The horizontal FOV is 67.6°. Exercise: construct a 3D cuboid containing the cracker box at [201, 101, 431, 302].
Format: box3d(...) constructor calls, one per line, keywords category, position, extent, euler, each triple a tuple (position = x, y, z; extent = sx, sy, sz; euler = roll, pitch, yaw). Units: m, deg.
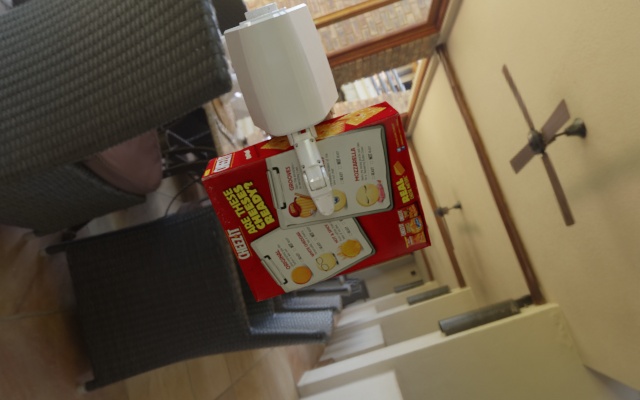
box3d(category="cracker box", position=(0.000, 0.002, 0.541), extent=(0.214, 0.164, 0.072), euler=(-18, 24, 2))
